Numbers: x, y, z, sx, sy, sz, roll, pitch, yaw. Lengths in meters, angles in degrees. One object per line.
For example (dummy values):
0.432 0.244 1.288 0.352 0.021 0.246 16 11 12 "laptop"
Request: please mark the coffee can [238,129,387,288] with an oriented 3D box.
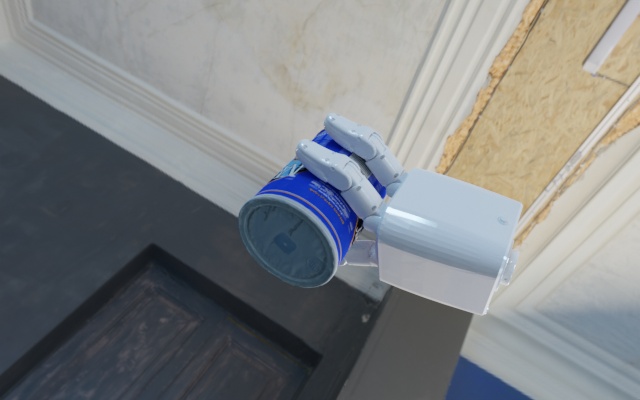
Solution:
0.000 0.002 0.476 0.103 0.103 0.140 0 34 34 "coffee can"
